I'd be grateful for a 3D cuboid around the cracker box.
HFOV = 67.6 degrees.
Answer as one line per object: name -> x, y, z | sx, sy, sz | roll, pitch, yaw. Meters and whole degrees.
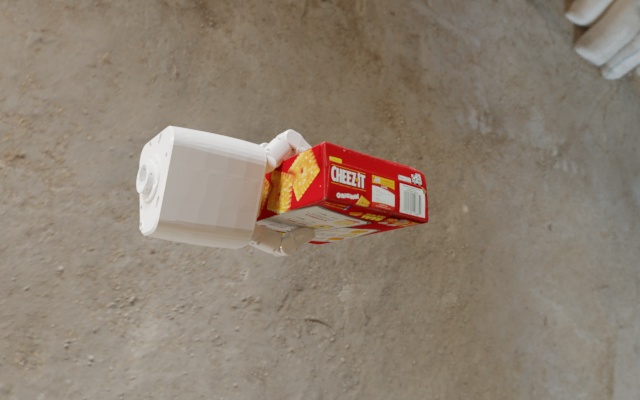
cracker box -> 0.000, 0.002, 0.601 | 0.164, 0.072, 0.214 | 12, -18, -37
